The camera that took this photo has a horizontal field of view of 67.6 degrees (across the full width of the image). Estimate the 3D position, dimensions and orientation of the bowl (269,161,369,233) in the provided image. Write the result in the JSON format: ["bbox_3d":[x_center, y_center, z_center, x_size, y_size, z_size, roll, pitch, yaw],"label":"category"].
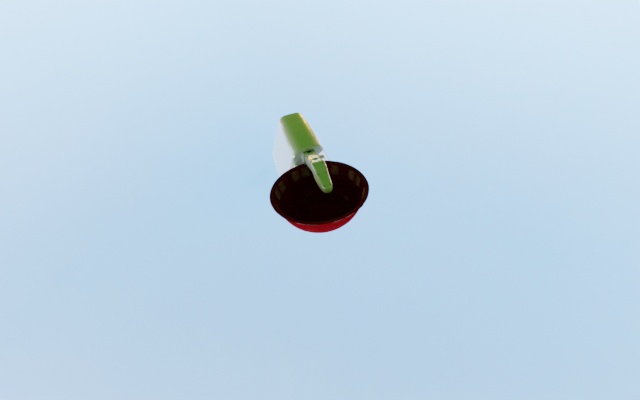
[{"bbox_3d":[0.000,0.004,0.785,0.162,0.055,0.162,-4,40,4],"label":"bowl"}]
